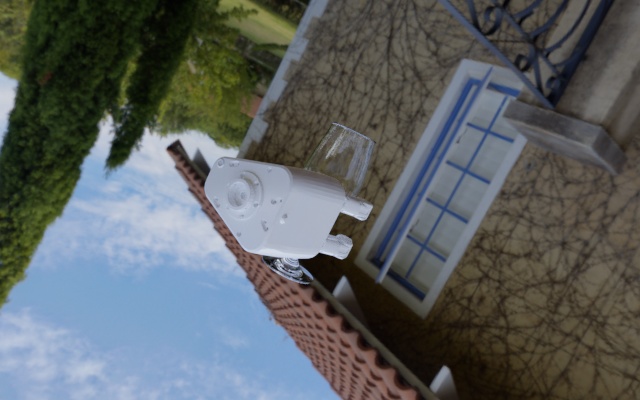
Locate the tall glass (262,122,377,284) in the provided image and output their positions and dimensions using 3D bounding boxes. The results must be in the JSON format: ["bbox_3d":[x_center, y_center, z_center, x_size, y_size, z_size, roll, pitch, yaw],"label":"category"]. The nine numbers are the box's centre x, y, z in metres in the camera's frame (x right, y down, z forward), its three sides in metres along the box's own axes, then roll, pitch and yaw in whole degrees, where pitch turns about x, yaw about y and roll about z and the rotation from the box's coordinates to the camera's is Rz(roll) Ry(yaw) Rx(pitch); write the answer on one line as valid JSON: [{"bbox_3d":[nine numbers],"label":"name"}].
[{"bbox_3d":[0.000,0.003,0.617,0.079,0.201,0.079,26,8,-4],"label":"tall glass"}]
